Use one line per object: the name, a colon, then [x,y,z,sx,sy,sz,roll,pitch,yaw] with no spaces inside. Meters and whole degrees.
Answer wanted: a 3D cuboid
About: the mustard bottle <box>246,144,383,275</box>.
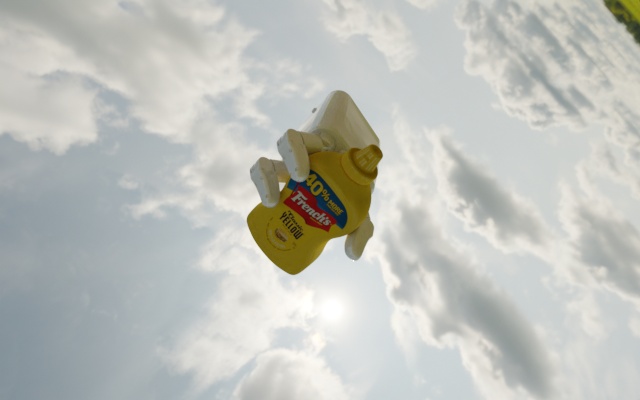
mustard bottle: [0.000,0.002,0.533,0.192,0.096,0.058,-42,-6,36]
